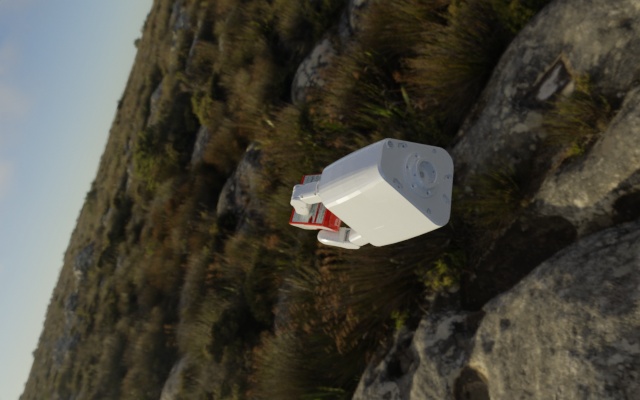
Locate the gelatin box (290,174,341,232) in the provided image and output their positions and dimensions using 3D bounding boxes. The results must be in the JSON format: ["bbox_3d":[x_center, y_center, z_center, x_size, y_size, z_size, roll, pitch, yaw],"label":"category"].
[{"bbox_3d":[0.000,0.002,0.644,0.030,0.073,0.089,21,-12,-31],"label":"gelatin box"}]
